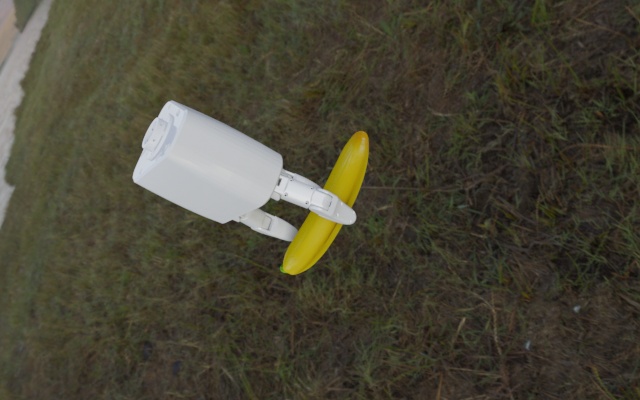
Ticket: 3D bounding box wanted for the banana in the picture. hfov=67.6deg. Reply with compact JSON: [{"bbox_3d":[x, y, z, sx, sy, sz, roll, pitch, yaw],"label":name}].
[{"bbox_3d":[0.004,0.012,0.542,0.037,0.198,0.069,26,12,-27],"label":"banana"}]
